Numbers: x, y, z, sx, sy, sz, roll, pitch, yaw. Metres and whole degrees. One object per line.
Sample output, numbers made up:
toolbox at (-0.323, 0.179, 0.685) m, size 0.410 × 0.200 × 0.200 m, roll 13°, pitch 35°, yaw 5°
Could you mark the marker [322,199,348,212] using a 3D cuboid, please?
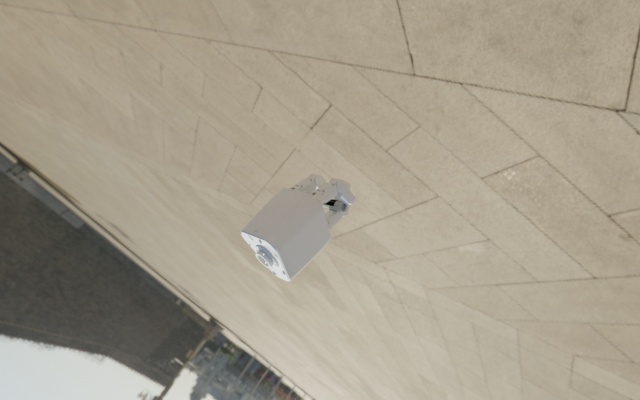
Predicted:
marker at (0.000, 0.003, 0.846) m, size 0.020 × 0.020 × 0.121 m, roll 0°, pitch 8°, yaw -41°
